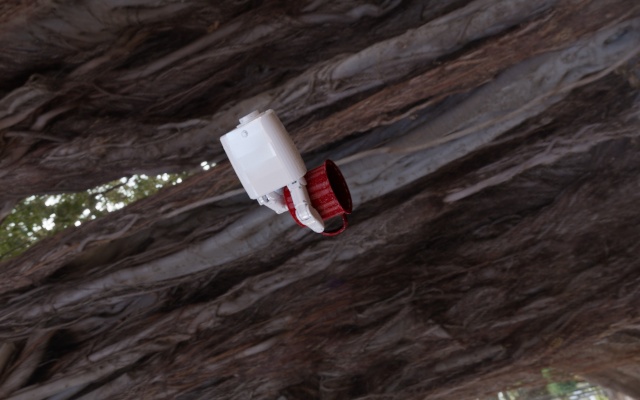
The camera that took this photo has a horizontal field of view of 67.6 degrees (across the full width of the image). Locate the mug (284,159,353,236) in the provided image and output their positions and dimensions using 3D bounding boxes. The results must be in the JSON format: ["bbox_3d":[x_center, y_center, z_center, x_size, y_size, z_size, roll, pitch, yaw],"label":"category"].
[{"bbox_3d":[0.001,0.004,0.764,0.081,0.117,0.093,-23,13,19],"label":"mug"}]
